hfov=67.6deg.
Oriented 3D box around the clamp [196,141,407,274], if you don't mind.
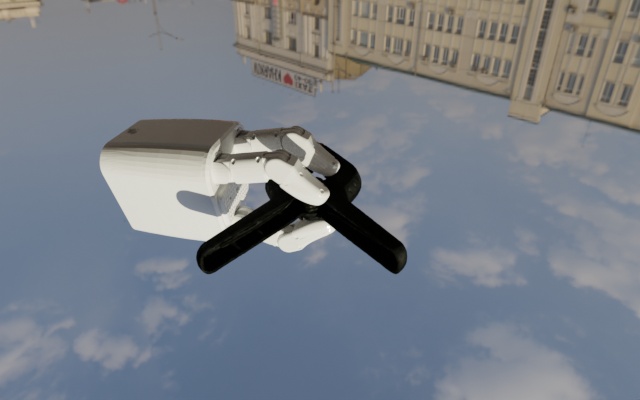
[{"bbox_3d":[0.000,0.002,0.444,0.164,0.036,0.210,4,32,11],"label":"clamp"}]
